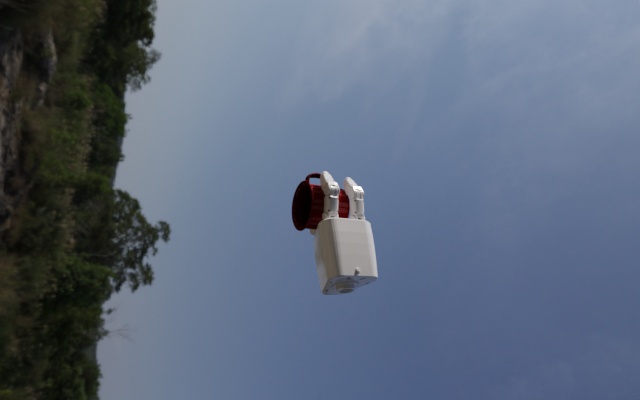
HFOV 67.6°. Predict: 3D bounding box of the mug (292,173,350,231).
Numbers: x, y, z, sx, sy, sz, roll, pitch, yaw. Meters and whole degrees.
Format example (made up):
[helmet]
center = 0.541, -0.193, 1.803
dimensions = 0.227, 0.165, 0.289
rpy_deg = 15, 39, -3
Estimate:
[mug]
center = 0.000, 0.002, 0.894
dimensions = 0.081, 0.117, 0.093
rpy_deg = 7, -29, -26
